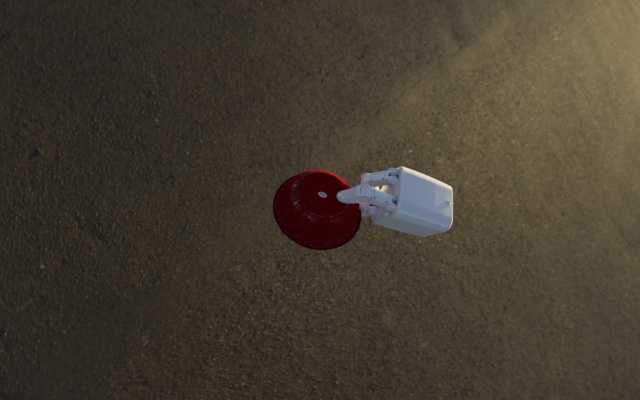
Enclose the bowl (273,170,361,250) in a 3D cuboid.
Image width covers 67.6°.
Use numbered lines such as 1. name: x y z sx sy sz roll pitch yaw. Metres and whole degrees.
1. bowl: -0.001 0.002 0.829 0.162 0.162 0.055 0 -32 -13
